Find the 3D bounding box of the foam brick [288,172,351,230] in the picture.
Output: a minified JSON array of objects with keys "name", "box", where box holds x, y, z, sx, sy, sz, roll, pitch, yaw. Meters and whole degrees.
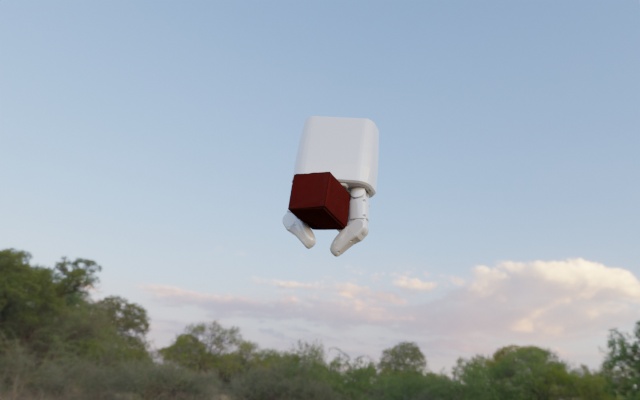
[{"name":"foam brick","box":[0.000,0.002,0.626,0.053,0.051,0.078,-2,-24,25]}]
